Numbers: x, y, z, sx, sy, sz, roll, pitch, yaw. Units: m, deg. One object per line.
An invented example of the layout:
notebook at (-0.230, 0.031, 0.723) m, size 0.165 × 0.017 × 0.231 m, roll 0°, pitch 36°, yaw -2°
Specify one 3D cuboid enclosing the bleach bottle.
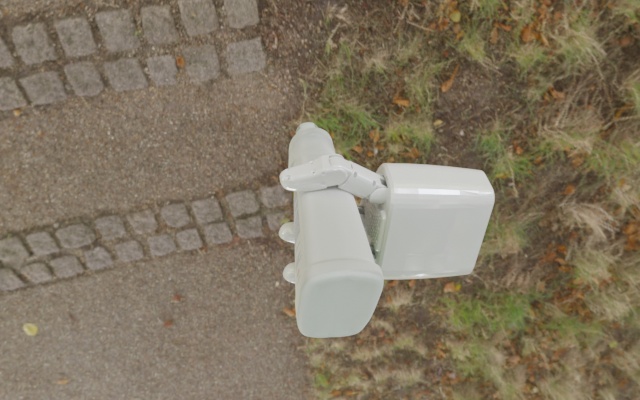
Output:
bleach bottle at (0.000, 0.002, 0.477) m, size 0.068 × 0.250 × 0.103 m, roll 0°, pitch -44°, yaw -10°
